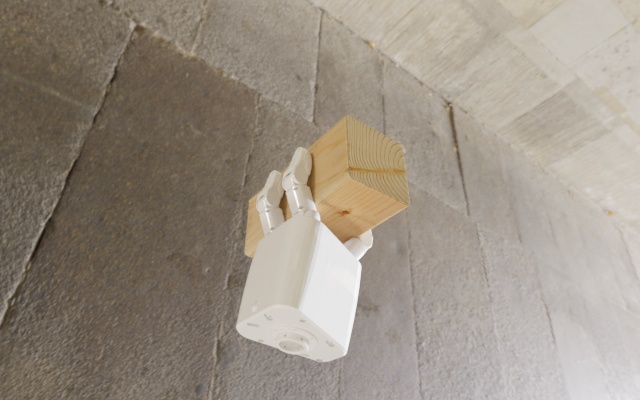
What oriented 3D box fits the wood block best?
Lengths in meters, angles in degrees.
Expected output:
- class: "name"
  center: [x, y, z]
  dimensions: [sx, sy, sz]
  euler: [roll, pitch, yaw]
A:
- class: "wood block"
  center: [0.000, 0.002, 0.586]
  dimensions: [0.091, 0.090, 0.206]
  euler: [23, -41, -31]
